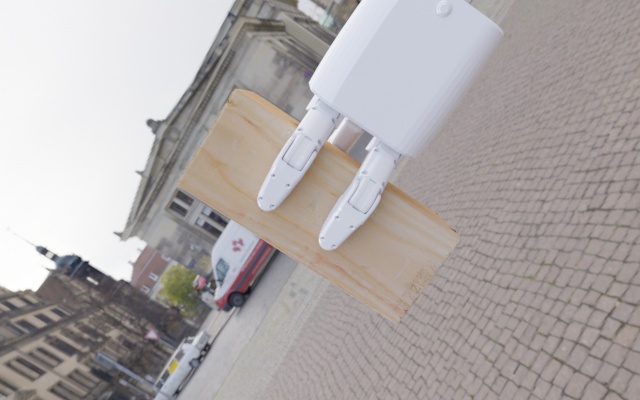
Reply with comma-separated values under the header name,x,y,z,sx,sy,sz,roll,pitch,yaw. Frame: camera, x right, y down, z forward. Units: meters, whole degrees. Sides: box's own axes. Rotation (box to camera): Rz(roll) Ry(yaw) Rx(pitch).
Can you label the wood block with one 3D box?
name,x,y,z,sx,sy,sz,roll,pitch,yaw
wood block,0.000,0.001,0.409,0.206,0.090,0.091,33,10,-5
